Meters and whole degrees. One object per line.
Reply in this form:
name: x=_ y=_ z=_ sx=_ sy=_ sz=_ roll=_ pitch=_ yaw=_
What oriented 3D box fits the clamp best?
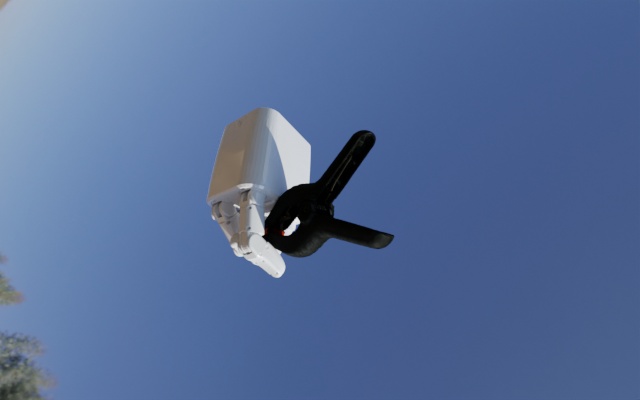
clamp: x=0.000 y=0.002 z=0.492 sx=0.171 sy=0.120 sz=0.039 roll=-15 pitch=-30 yaw=38
